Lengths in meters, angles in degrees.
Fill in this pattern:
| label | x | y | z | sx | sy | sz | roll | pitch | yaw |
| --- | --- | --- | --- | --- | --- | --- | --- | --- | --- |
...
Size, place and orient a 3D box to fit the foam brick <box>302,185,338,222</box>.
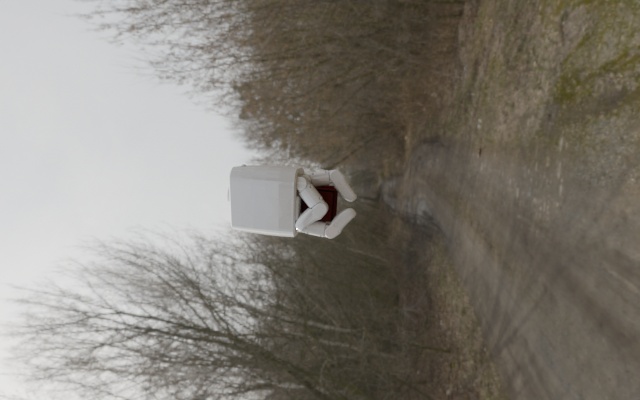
| label | x | y | z | sx | sy | sz | roll | pitch | yaw |
| --- | --- | --- | --- | --- | --- | --- | --- | --- | --- |
| foam brick | 0.000 | 0.003 | 0.793 | 0.051 | 0.053 | 0.078 | 4 | 7 | 6 |
